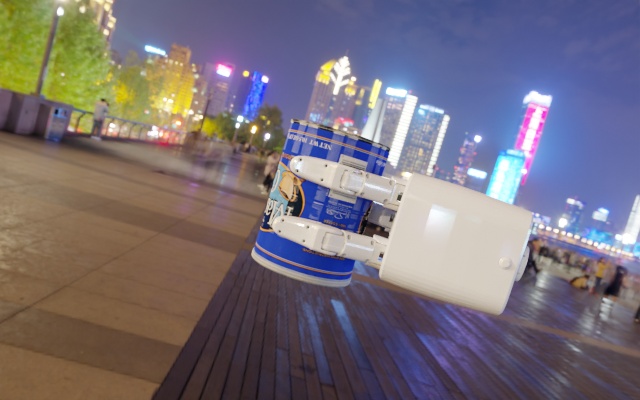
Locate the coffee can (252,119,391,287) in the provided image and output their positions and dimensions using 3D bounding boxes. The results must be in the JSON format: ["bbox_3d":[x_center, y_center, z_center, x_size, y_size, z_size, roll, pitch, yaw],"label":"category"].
[{"bbox_3d":[0.000,0.002,0.475,0.103,0.140,0.103,17,4,-1],"label":"coffee can"}]
